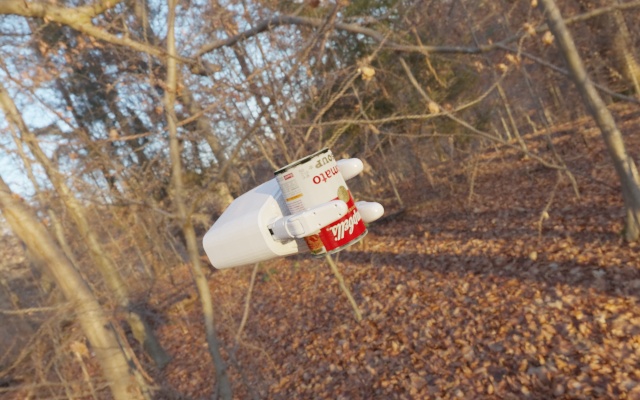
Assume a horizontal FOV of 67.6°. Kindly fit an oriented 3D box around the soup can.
[{"bbox_3d":[0.000,0.001,0.521,0.068,0.102,0.068,-25,7,3],"label":"soup can"}]
